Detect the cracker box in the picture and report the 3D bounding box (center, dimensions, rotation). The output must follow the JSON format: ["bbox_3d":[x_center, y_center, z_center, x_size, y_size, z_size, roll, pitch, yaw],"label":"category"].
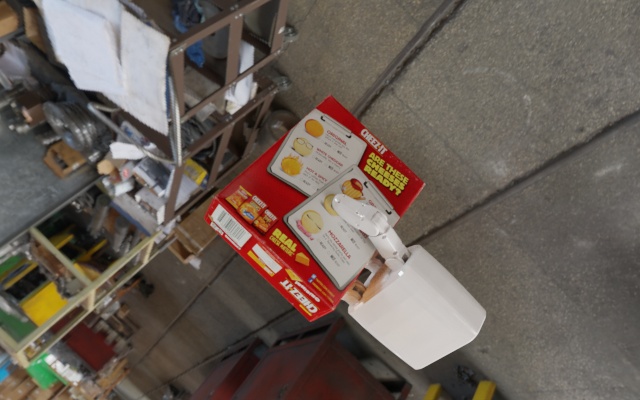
[{"bbox_3d":[0.000,0.002,0.550,0.213,0.164,0.072,-48,2,-36],"label":"cracker box"}]
